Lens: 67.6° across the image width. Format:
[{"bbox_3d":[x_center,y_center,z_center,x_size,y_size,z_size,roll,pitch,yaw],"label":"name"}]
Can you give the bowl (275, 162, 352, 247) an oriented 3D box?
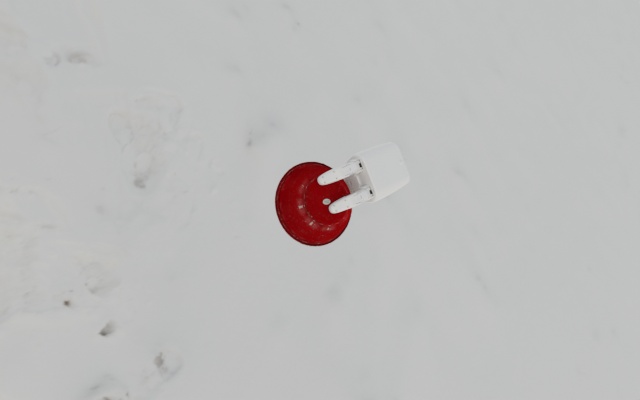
[{"bbox_3d":[-0.001,0.004,0.878,0.162,0.162,0.055,0,-7,-26],"label":"bowl"}]
